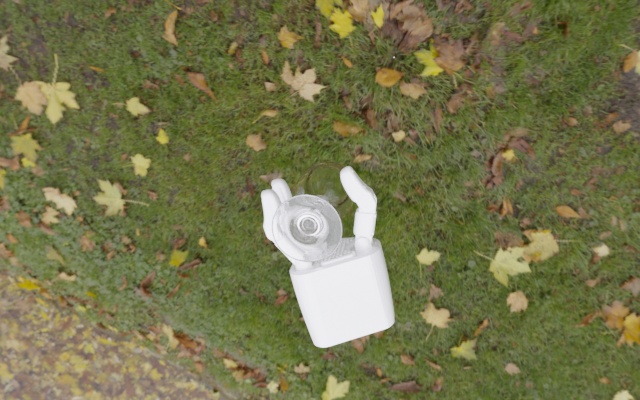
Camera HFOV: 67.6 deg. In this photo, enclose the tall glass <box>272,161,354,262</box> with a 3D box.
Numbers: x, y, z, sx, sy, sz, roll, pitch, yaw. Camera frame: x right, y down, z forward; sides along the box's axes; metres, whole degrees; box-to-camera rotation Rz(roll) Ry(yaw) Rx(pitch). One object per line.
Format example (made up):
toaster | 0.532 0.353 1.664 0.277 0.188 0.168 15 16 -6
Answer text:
tall glass | 0.000 0.002 0.586 0.079 0.079 0.201 0 17 9
